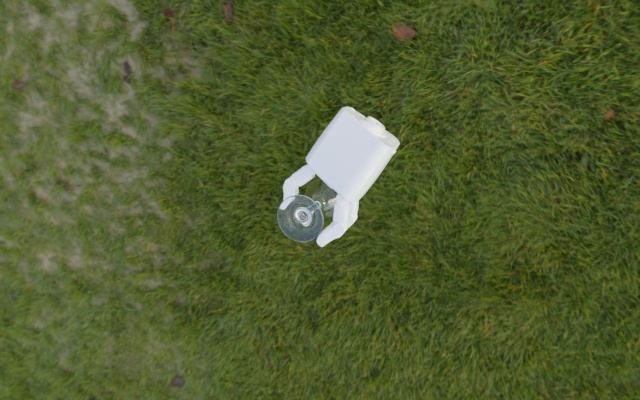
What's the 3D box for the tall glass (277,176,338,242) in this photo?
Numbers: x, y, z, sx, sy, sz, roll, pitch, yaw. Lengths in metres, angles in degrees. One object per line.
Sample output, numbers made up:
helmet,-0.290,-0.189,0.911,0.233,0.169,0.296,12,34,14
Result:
tall glass,0.000,0.003,0.810,0.079,0.079,0.201,0,14,19
